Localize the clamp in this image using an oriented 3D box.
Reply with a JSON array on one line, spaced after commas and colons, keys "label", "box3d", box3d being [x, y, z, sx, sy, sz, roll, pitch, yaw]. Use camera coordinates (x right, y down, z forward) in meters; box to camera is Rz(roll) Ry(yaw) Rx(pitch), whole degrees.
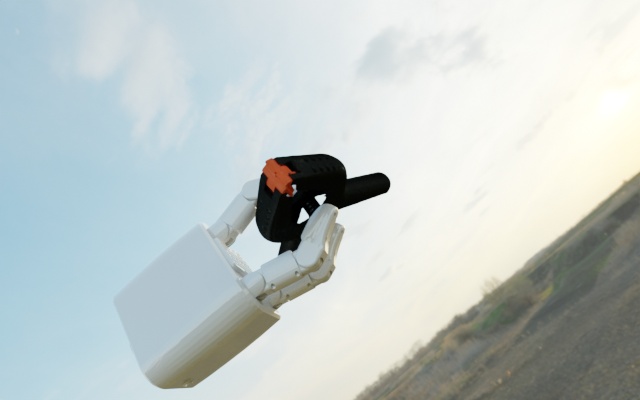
[{"label": "clamp", "box3d": [-0.001, 0.001, 0.452, 0.164, 0.036, 0.210, -42, -21, -6]}]
